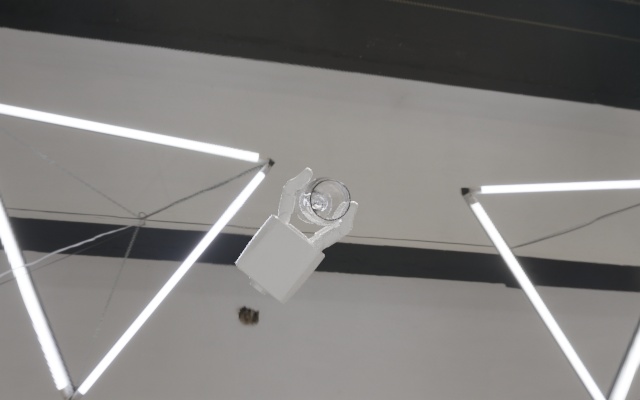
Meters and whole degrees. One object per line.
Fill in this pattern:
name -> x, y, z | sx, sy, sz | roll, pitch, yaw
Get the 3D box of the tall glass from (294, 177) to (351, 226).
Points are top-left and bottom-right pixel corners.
tall glass -> 0.000, 0.002, 0.803 | 0.079, 0.079, 0.201 | 0, -2, -9
